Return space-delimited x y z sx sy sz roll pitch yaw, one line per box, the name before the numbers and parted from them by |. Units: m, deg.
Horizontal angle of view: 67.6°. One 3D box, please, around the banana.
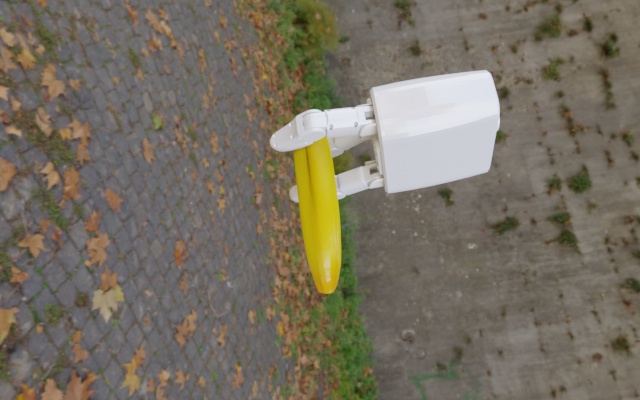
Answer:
banana | -0.003 -0.012 0.456 0.037 0.197 0.070 -9 -37 3
